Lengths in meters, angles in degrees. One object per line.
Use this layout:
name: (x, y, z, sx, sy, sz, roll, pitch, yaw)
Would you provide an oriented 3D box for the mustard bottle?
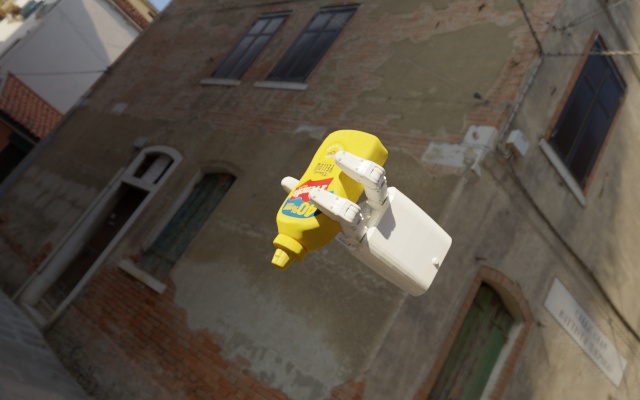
mustard bottle: (0.000, 0.002, 0.587, 0.096, 0.191, 0.058, 11, -28, 47)
